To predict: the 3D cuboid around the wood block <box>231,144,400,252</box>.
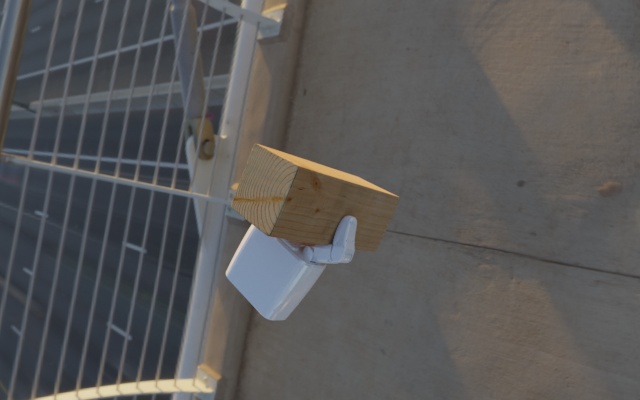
[{"bbox_3d":[0.000,0.003,0.636,0.206,0.090,0.090,13,13,-47],"label":"wood block"}]
